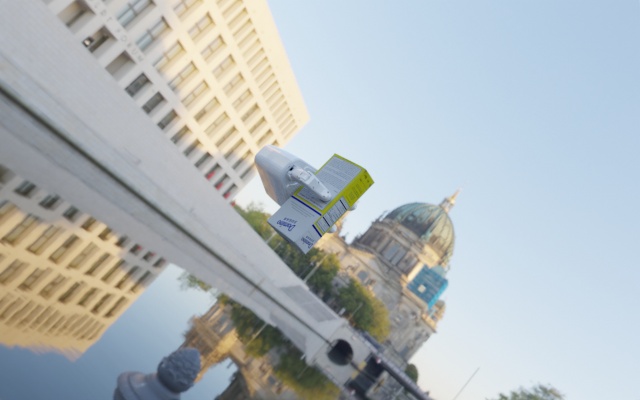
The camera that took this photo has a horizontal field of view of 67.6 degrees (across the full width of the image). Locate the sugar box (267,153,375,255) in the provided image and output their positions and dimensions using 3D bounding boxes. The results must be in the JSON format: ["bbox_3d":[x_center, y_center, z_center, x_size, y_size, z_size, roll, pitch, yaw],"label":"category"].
[{"bbox_3d":[0.000,0.003,0.823,0.093,0.176,0.048,33,-15,47],"label":"sugar box"}]
